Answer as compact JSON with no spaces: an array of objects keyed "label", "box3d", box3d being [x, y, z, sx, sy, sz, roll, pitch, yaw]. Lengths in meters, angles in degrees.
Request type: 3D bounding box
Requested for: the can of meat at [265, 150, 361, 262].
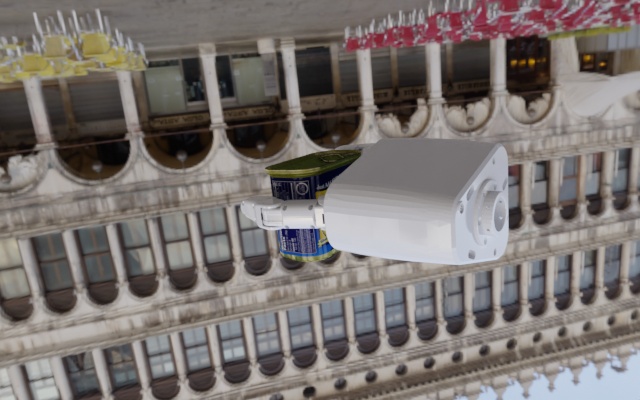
[{"label":"can of meat","box3d":[0.000,0.002,0.452,0.057,0.084,0.102,3,17,35]}]
